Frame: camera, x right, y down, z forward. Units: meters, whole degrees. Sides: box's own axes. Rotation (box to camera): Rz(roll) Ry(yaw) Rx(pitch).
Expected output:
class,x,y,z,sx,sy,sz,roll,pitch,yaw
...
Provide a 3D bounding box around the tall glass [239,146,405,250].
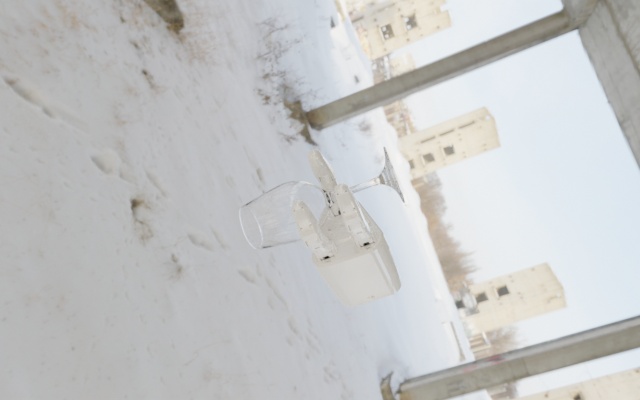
class,x,y,z,sx,sy,sz,roll,pitch,yaw
tall glass,0.001,0.002,0.606,0.201,0.079,0.079,-20,-4,11
